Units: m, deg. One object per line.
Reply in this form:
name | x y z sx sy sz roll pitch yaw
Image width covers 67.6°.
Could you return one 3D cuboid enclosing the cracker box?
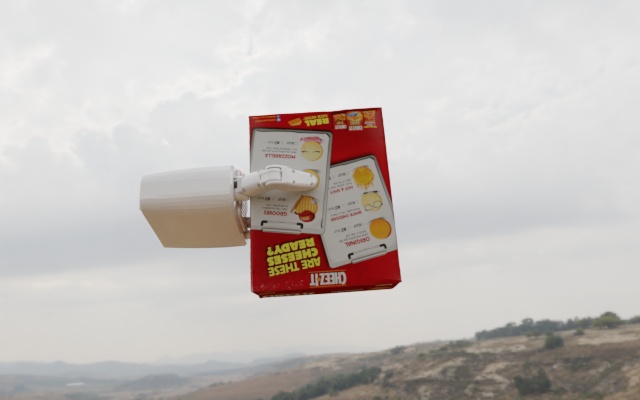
cracker box | 0.000 0.002 0.569 0.164 0.213 0.072 -4 -18 0
